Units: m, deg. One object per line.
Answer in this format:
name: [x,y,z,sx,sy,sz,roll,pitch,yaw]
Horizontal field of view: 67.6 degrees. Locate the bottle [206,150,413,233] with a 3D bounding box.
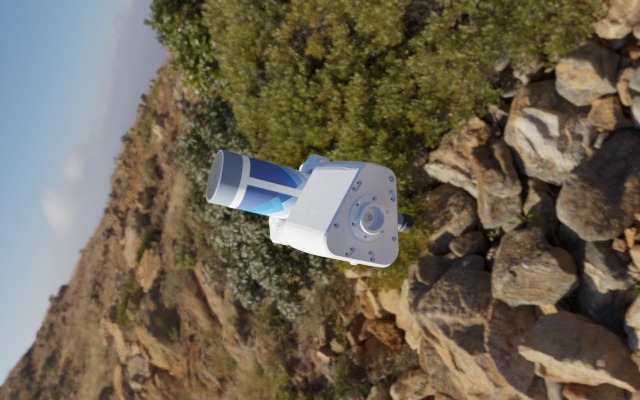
bottle: [0.000,0.002,0.645,0.296,0.069,0.069,14,-6,-25]
